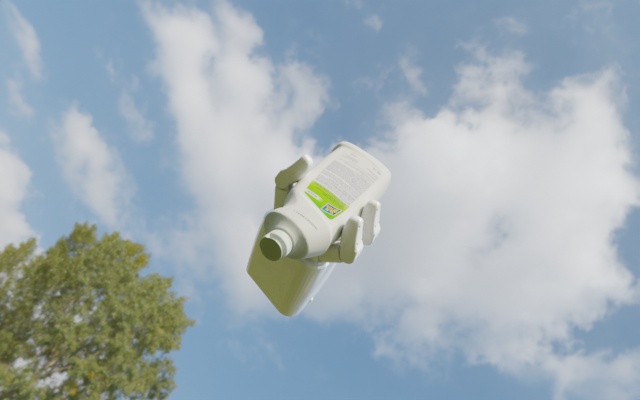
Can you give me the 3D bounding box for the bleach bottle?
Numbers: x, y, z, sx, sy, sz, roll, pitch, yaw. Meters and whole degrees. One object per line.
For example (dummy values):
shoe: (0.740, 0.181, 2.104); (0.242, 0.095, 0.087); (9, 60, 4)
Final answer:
bleach bottle: (0.000, 0.002, 0.607); (0.102, 0.068, 0.250); (34, 34, 14)
